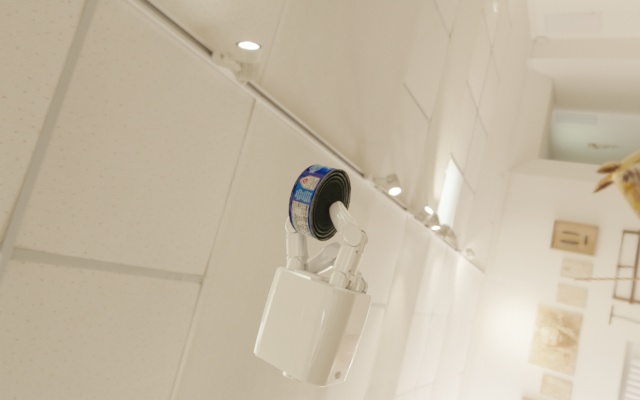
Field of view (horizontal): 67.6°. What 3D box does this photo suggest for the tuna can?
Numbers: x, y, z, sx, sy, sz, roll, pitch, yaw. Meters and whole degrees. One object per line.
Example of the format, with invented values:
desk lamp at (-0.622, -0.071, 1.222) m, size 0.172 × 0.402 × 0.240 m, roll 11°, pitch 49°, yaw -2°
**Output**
tuna can at (0.000, 0.002, 0.556) m, size 0.033 × 0.086 × 0.086 m, roll 17°, pitch 8°, yaw 29°
